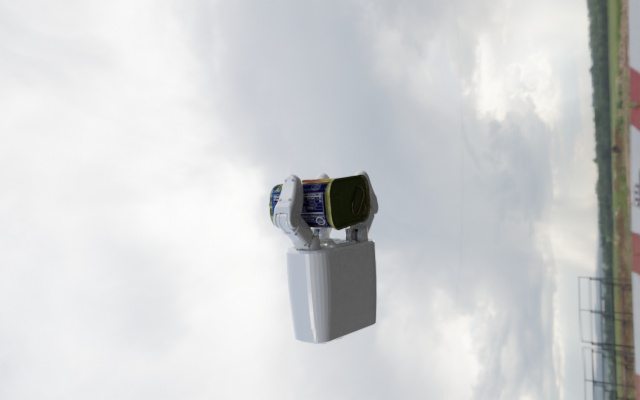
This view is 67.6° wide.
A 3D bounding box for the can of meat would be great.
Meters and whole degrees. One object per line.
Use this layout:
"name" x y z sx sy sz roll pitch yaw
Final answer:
"can of meat" 0.000 0.002 0.568 0.084 0.057 0.102 -2 6 30
